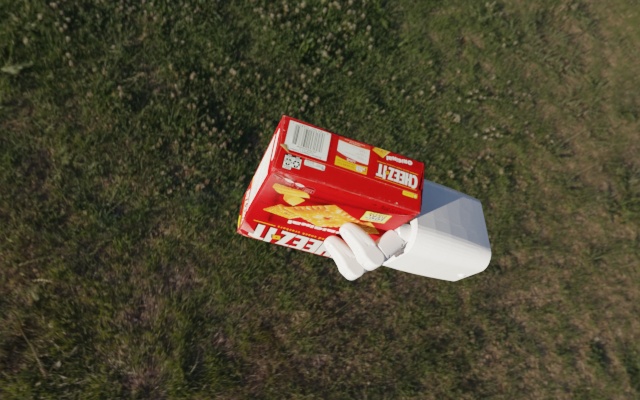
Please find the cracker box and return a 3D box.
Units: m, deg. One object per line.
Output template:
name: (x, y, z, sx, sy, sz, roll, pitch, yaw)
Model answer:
cracker box: (0.000, 0.002, 0.575, 0.164, 0.072, 0.214, 17, -26, -13)
